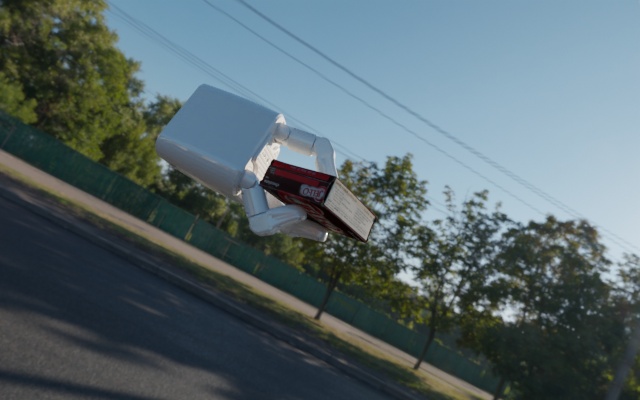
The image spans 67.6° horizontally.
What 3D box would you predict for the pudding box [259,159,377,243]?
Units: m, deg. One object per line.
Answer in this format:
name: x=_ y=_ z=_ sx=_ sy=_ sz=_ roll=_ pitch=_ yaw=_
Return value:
pudding box: x=0.000 y=0.002 z=0.529 sx=0.090 sy=0.039 sz=0.113 roll=19 pitch=-11 yaw=37
